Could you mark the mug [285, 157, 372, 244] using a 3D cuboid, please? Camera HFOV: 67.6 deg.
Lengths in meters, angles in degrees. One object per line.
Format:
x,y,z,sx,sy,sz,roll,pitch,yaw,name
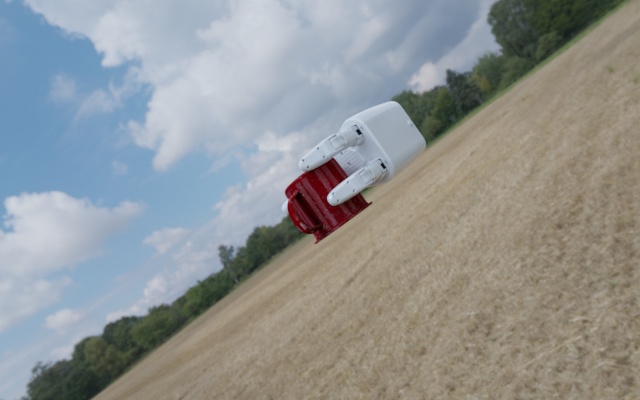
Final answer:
-0.001,0.002,0.616,0.117,0.081,0.093,-33,-4,-46,mug
